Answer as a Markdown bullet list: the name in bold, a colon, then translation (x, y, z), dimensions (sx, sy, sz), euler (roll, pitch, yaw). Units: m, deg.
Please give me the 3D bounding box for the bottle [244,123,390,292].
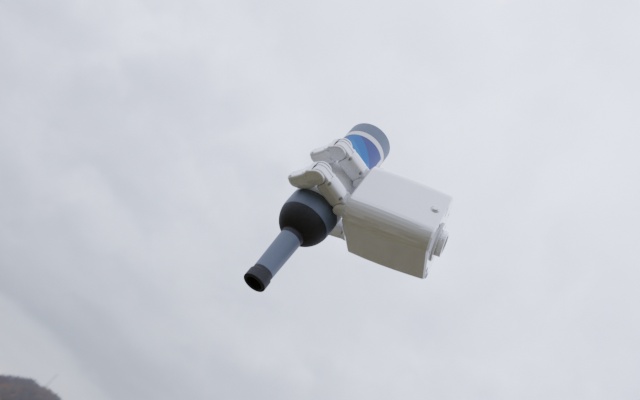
- **bottle**: translation (0.000, 0.002, 0.603), dimensions (0.069, 0.069, 0.295), euler (0, 36, 37)
